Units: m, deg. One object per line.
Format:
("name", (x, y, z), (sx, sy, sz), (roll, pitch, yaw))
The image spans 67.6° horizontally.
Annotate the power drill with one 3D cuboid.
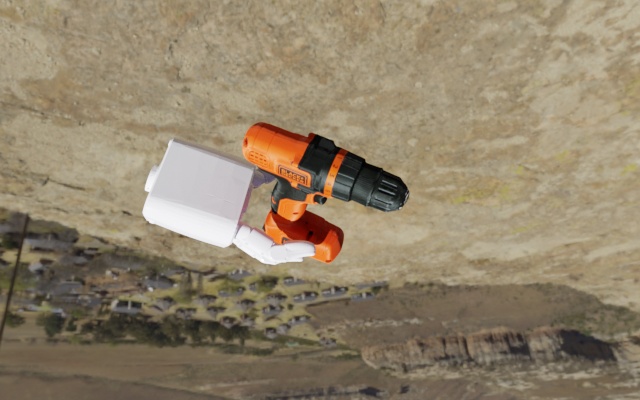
("power drill", (0.000, 0.002, 0.561), (0.184, 0.057, 0.188), (24, -33, 10))
